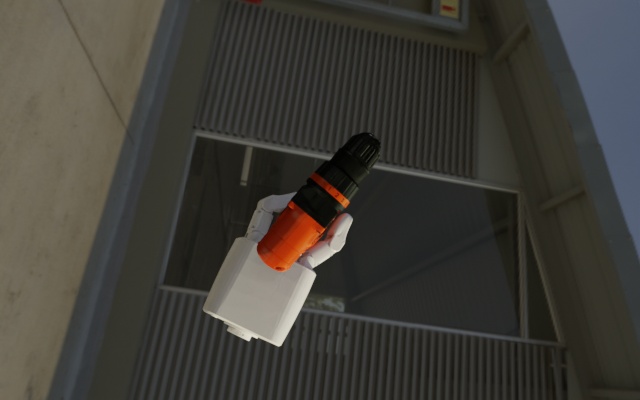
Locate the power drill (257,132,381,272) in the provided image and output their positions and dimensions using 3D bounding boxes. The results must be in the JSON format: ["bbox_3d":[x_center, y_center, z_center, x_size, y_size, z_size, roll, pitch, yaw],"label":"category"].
[{"bbox_3d":[0.000,0.002,0.594,0.057,0.184,0.187,42,-2,3],"label":"power drill"}]
